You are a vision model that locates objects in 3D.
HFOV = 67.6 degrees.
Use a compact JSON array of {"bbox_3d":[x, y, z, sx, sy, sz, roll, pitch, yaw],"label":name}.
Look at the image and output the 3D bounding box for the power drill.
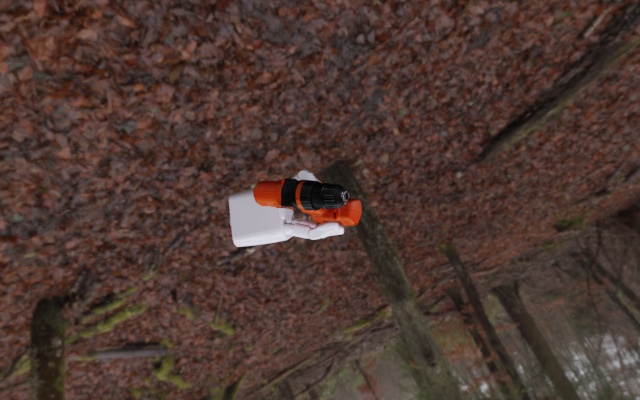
[{"bbox_3d":[0.000,0.003,0.865,0.184,0.057,0.188,5,-10,33],"label":"power drill"}]
